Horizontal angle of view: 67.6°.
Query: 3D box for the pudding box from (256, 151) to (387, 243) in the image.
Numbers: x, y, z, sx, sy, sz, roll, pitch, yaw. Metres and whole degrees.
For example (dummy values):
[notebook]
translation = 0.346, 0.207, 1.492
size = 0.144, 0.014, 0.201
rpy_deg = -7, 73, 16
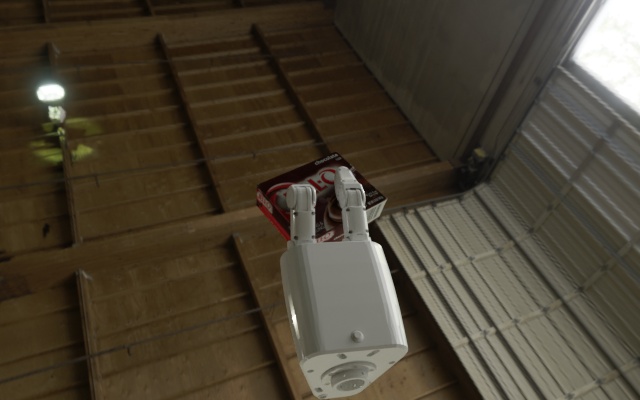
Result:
[pudding box]
translation = 0.000, 0.002, 0.518
size = 0.113, 0.039, 0.090
rpy_deg = -25, 57, -31
